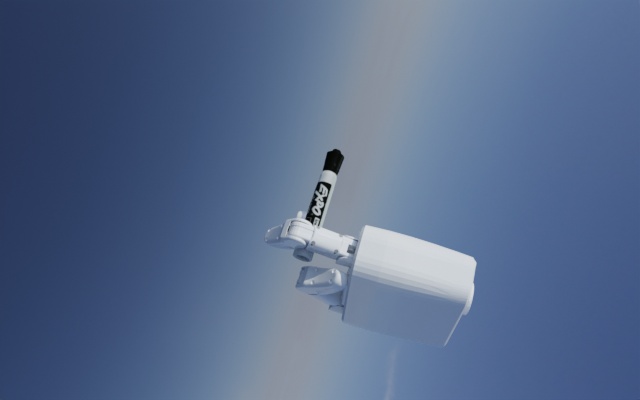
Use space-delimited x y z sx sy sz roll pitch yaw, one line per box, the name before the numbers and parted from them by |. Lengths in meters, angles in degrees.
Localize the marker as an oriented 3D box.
marker | 0.000 0.002 0.470 0.020 0.121 0.020 15 -24 7
